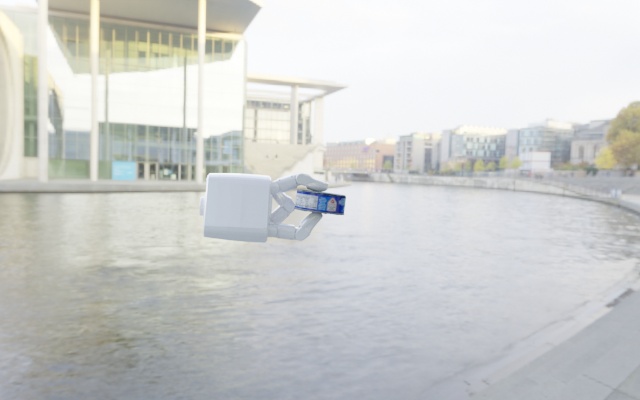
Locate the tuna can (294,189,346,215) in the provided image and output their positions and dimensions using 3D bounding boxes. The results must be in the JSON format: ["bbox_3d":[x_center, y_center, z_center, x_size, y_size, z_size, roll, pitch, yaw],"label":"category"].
[{"bbox_3d":[0.000,0.002,0.807,0.086,0.034,0.086,7,2,0],"label":"tuna can"}]
